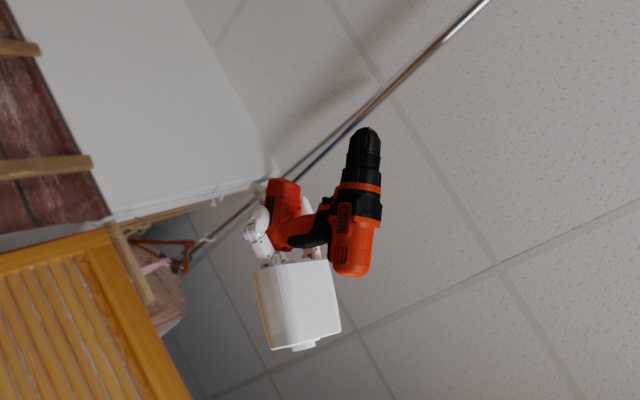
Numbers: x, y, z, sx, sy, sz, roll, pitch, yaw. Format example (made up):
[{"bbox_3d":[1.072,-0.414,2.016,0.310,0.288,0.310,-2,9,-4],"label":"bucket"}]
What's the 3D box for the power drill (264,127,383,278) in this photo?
[{"bbox_3d":[0.000,0.002,0.630,0.057,0.184,0.187,16,-12,-40],"label":"power drill"}]
